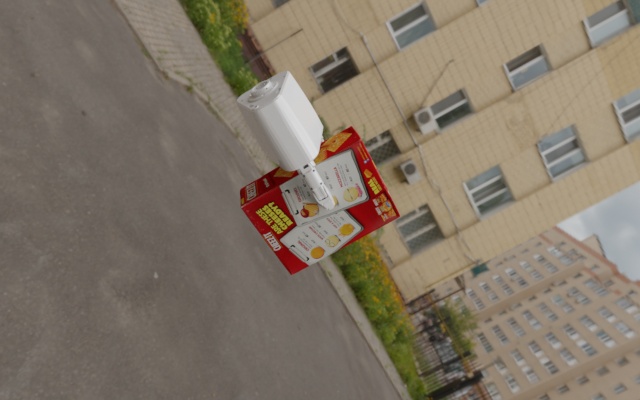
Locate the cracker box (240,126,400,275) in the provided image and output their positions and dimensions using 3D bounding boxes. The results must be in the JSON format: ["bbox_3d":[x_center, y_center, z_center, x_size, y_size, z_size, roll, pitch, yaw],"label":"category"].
[{"bbox_3d":[0.000,0.003,0.790,0.214,0.164,0.072,-29,30,6],"label":"cracker box"}]
